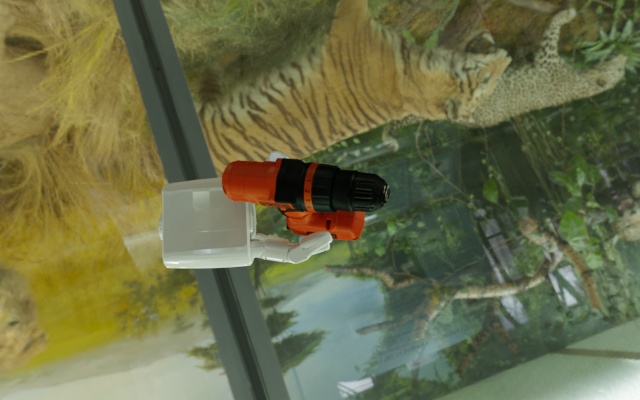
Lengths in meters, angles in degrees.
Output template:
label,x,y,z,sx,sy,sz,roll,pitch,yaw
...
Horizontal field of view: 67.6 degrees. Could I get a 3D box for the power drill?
label,x,y,z,sx,sy,sz,roll,pitch,yaw
power drill,0.000,0.002,0.570,0.184,0.057,0.188,7,-14,18
